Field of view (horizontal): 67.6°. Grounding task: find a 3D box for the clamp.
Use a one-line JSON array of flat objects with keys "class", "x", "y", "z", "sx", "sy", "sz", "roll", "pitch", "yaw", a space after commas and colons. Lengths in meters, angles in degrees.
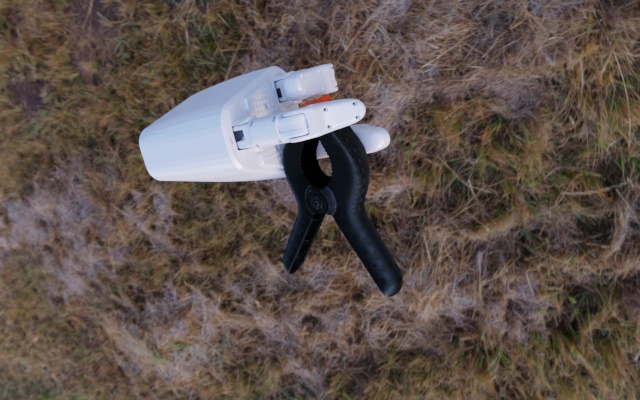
[{"class": "clamp", "x": 0.000, "y": 0.001, "z": 0.408, "sx": 0.120, "sy": 0.171, "sz": 0.039, "roll": -6, "pitch": 15, "yaw": 32}]
